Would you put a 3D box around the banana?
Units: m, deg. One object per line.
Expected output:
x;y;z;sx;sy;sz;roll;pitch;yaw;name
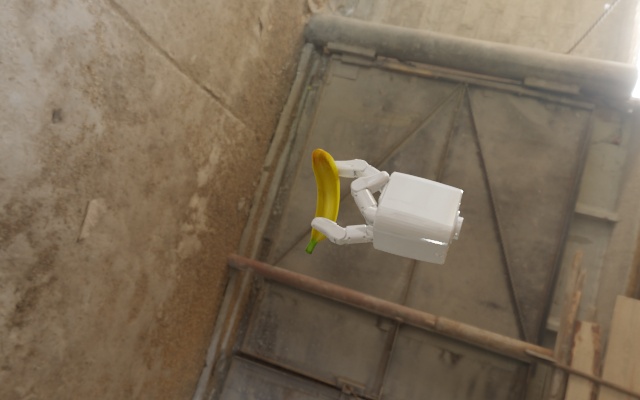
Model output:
0.007;-0.005;0.751;0.037;0.198;0.069;15;38;16;banana
